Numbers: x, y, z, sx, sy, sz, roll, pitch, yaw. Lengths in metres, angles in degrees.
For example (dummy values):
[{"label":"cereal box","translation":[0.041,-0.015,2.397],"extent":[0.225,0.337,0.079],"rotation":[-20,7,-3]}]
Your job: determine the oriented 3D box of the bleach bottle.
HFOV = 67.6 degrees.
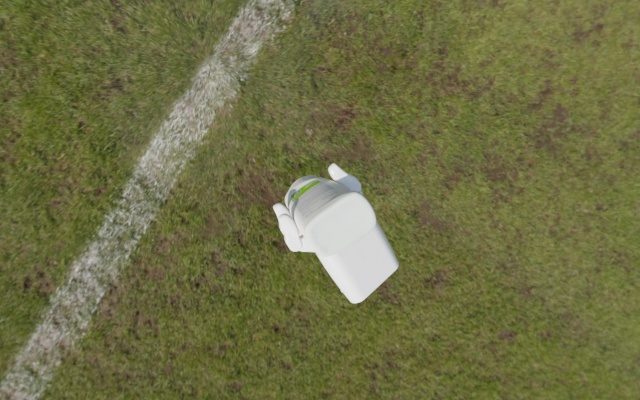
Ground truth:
[{"label":"bleach bottle","translation":[0.000,0.003,0.760],"extent":[0.102,0.068,0.250],"rotation":[-33,20,-2]}]
